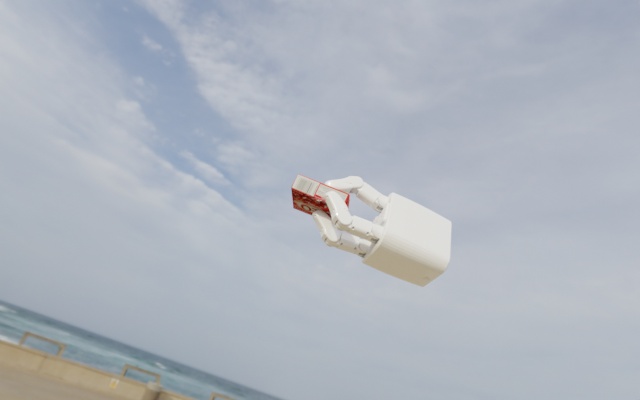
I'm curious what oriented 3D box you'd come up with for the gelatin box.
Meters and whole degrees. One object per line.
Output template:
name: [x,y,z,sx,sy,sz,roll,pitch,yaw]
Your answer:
gelatin box: [0.000,0.002,0.742,0.089,0.030,0.073,22,-24,10]
